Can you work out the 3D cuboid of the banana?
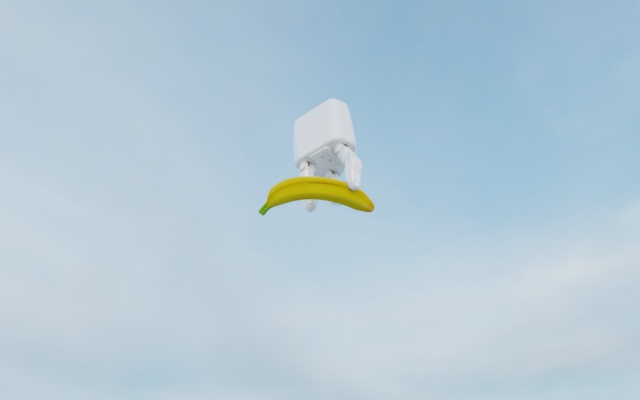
[{"bbox_3d":[0.000,-0.009,0.782,0.198,0.037,0.070,0,-40,-12],"label":"banana"}]
